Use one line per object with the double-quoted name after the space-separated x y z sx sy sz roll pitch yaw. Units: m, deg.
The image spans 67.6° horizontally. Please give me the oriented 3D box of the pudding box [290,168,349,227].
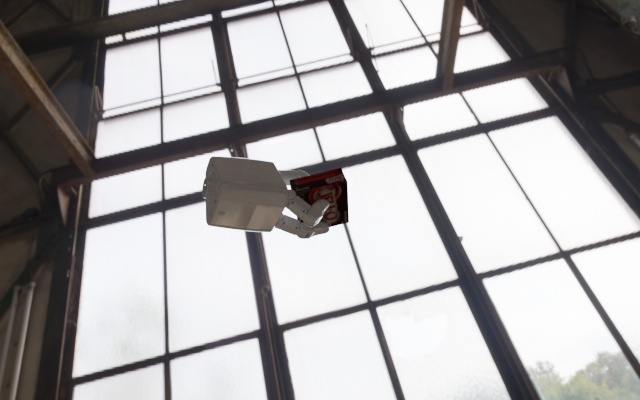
0.000 0.003 0.802 0.090 0.039 0.114 -13 -37 -5 "pudding box"
